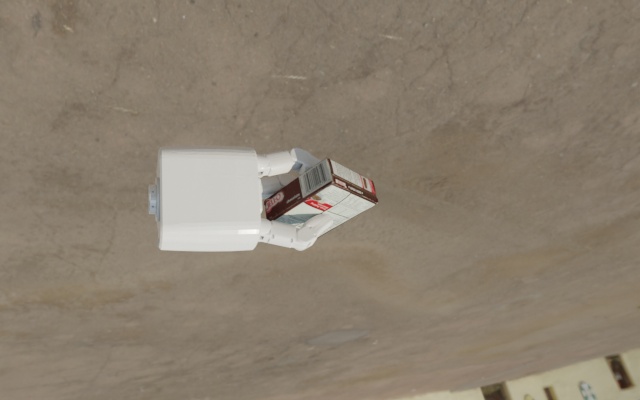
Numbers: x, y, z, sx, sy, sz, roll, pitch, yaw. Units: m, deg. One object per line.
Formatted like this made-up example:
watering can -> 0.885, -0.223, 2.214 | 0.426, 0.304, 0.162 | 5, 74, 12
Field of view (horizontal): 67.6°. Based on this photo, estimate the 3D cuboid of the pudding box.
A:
pudding box -> 0.000, 0.002, 0.593 | 0.113, 0.039, 0.090 | -30, -34, 32
